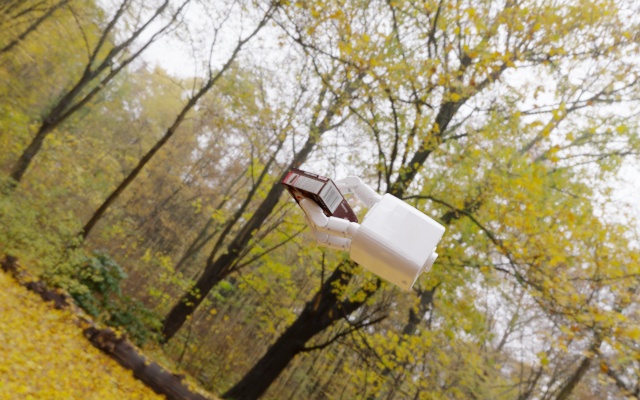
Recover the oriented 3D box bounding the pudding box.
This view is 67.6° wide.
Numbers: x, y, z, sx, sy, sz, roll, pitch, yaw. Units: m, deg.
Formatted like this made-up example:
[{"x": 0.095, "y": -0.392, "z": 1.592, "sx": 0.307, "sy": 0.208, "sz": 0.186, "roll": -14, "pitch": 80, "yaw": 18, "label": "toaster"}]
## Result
[{"x": 0.000, "y": 0.002, "z": 0.767, "sx": 0.090, "sy": 0.039, "sz": 0.114, "roll": 19, "pitch": -28, "yaw": 42, "label": "pudding box"}]
